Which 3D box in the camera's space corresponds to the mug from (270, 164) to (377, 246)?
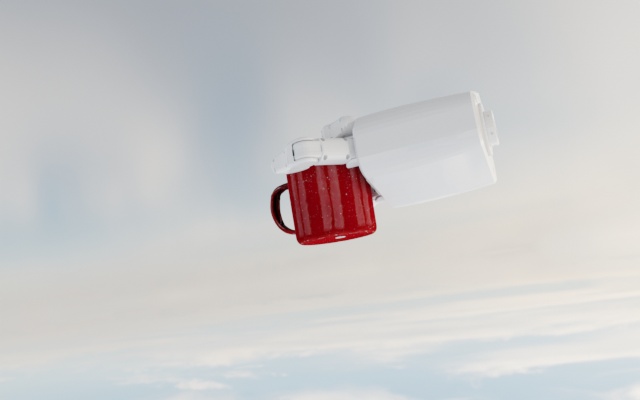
[{"bbox_3d":[-0.001,0.002,0.484,0.117,0.081,0.093,-13,-10,23],"label":"mug"}]
